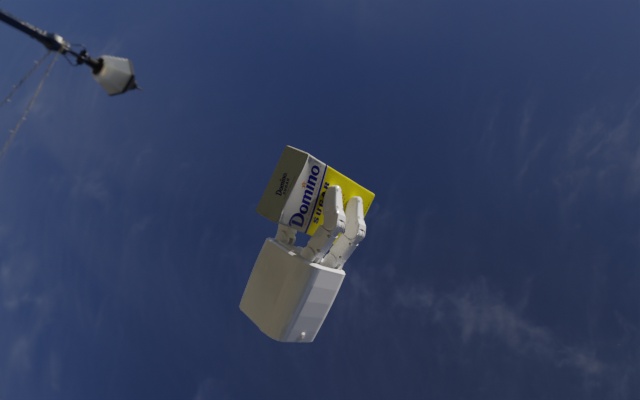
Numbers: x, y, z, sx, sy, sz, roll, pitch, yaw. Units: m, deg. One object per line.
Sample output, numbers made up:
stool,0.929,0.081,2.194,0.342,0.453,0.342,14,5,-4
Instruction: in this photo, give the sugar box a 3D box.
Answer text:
sugar box,0.001,0.002,0.640,0.048,0.093,0.176,25,0,35
